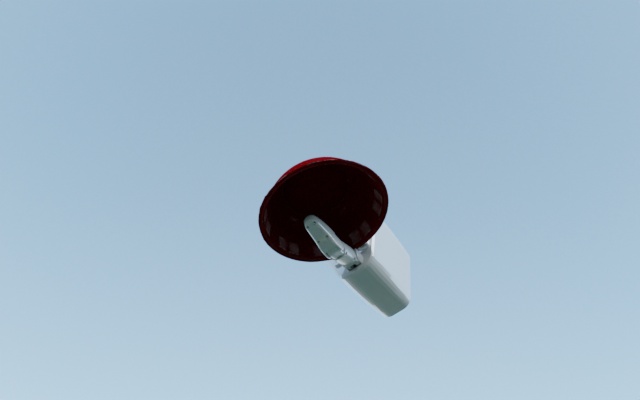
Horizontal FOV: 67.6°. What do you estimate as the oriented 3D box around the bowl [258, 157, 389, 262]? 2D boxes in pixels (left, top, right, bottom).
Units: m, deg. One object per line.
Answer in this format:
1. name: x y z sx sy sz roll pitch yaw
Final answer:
1. bowl: 0.000 0.001 0.596 0.162 0.162 0.055 0 39 -16
